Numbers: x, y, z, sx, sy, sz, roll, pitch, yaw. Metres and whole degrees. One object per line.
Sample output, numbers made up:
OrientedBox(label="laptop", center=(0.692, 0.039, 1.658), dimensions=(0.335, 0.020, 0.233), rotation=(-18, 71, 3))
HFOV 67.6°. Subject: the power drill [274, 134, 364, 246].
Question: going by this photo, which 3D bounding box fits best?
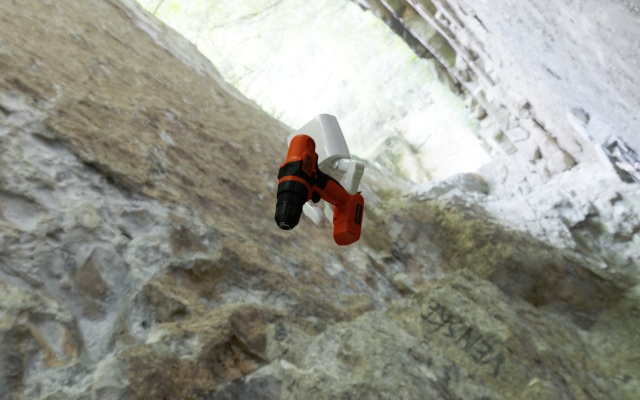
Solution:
OrientedBox(label="power drill", center=(0.000, 0.003, 0.821), dimensions=(0.057, 0.184, 0.188), rotation=(-15, -41, 35))
